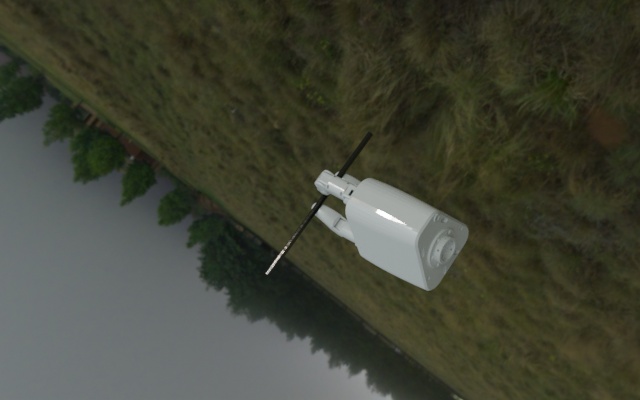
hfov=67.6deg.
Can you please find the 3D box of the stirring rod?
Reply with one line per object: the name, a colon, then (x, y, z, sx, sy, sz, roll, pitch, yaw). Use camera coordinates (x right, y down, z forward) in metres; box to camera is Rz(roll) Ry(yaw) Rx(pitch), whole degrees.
stirring rod: (0.000, 0.002, 0.647, 0.011, 0.239, 0.011, 35, -9, 7)
